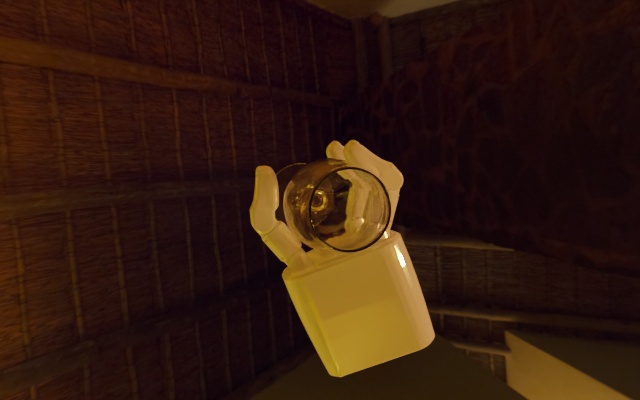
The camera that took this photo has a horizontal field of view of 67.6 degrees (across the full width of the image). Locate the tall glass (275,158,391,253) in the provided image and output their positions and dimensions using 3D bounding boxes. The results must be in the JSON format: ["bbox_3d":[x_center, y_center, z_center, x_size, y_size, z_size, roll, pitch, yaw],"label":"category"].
[{"bbox_3d":[0.000,0.001,0.436,0.079,0.079,0.201,0,3,-12],"label":"tall glass"}]
